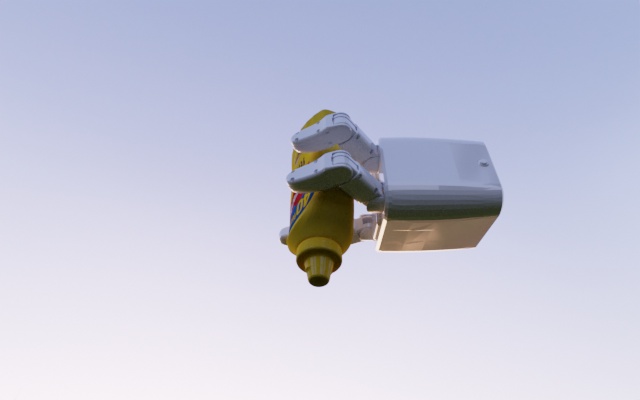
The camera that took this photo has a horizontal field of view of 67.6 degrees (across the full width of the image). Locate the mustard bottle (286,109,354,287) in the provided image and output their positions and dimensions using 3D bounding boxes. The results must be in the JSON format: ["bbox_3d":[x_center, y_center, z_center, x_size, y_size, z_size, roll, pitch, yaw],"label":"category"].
[{"bbox_3d":[0.000,0.001,0.469,0.058,0.191,0.096,18,-48,-17],"label":"mustard bottle"}]
